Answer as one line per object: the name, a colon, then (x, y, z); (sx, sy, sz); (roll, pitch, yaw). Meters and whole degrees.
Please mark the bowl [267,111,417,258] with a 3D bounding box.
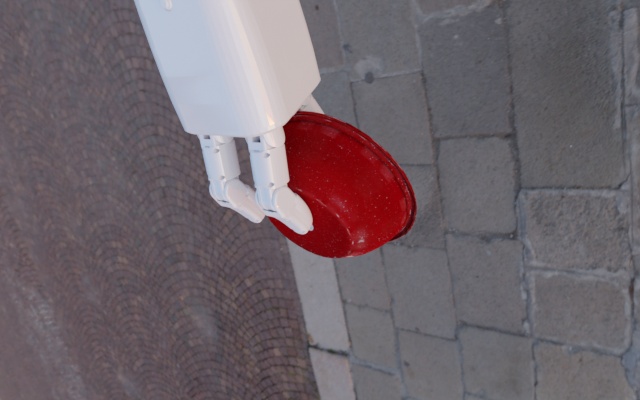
bowl: (0.001, 0.003, 0.426); (0.162, 0.055, 0.162); (24, -33, 17)
